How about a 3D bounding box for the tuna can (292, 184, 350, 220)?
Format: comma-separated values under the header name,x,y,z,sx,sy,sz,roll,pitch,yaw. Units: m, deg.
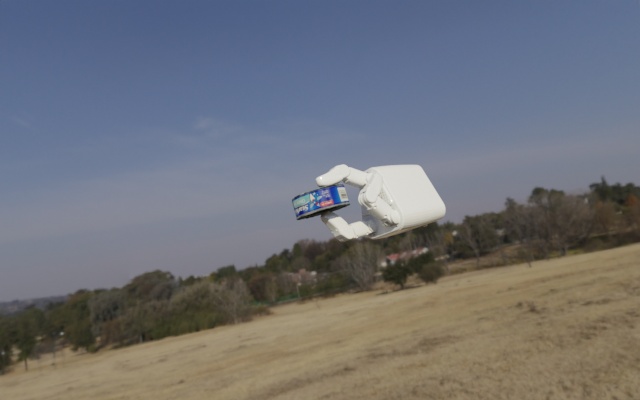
name,x,y,z,sx,sy,sz,roll,pitch,yaw
tuna can,0.000,0.002,0.735,0.086,0.033,0.086,-16,-6,-2
